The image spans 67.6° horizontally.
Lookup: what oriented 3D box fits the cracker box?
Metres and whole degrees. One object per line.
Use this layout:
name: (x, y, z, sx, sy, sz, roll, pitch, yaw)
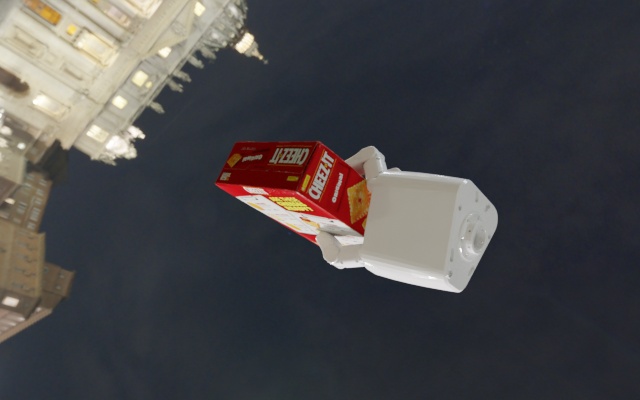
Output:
cracker box: (0.000, 0.002, 0.617, 0.164, 0.072, 0.214, 6, -22, 46)
